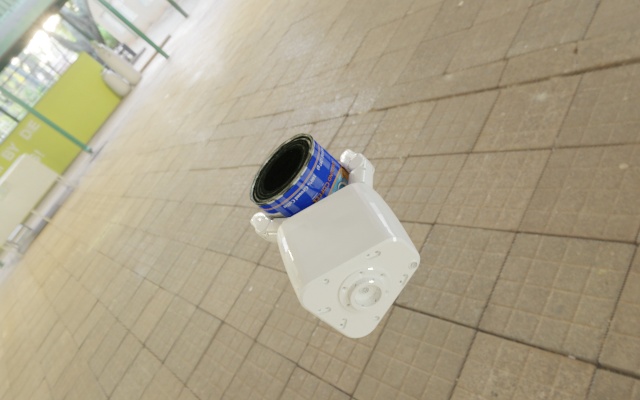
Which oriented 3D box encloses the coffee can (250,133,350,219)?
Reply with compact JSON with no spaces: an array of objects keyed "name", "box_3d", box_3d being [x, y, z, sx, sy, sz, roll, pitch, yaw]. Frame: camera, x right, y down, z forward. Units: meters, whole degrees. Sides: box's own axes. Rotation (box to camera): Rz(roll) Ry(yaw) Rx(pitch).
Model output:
[{"name":"coffee can","box_3d":[0.000,0.002,0.580,0.140,0.102,0.103,40,-23,-29]}]
